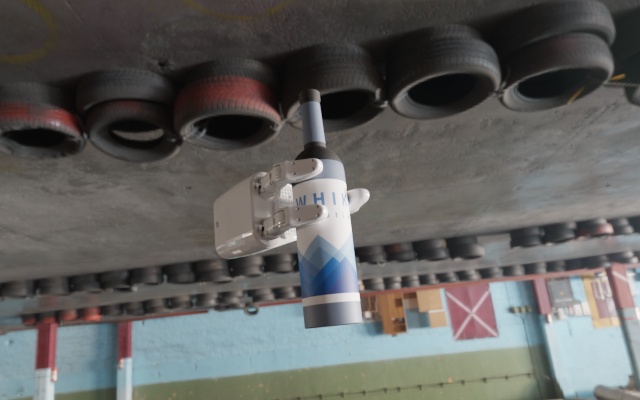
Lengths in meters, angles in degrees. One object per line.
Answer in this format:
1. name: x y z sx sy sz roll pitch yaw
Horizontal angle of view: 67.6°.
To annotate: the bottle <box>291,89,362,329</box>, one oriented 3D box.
1. bottle: 0.000 0.002 0.583 0.069 0.295 0.069 -6 -15 -2
